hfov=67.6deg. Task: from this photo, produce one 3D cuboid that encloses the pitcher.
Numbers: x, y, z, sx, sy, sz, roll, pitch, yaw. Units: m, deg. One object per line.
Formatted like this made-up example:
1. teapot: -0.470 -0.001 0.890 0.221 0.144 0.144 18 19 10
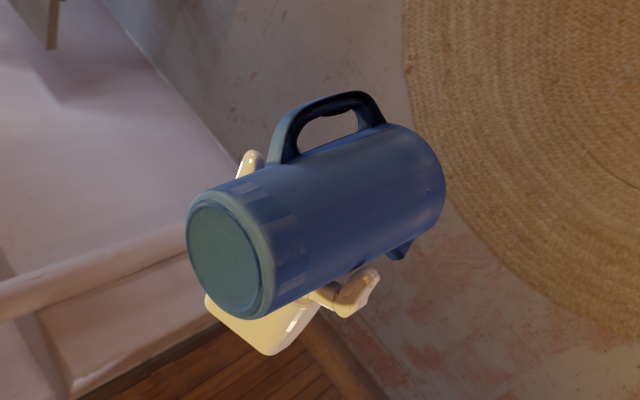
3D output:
1. pitcher: 0.000 0.002 0.445 0.149 0.145 0.243 45 41 21
